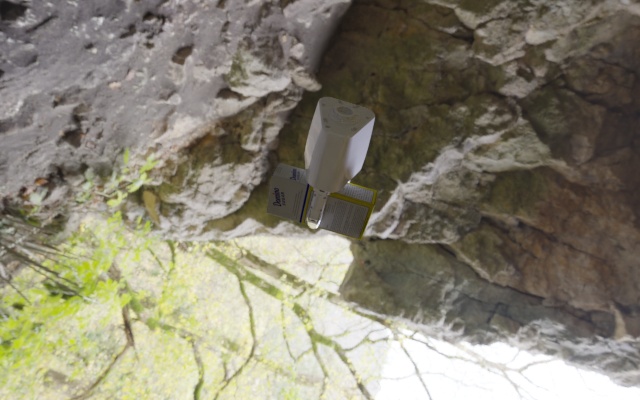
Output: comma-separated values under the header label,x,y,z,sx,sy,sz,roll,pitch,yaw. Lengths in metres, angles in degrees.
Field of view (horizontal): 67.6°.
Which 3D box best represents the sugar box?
label,x,y,z,sx,sy,sz,roll,pitch,yaw
sugar box,0.000,0.002,0.819,0.176,0.093,0.048,19,43,4
